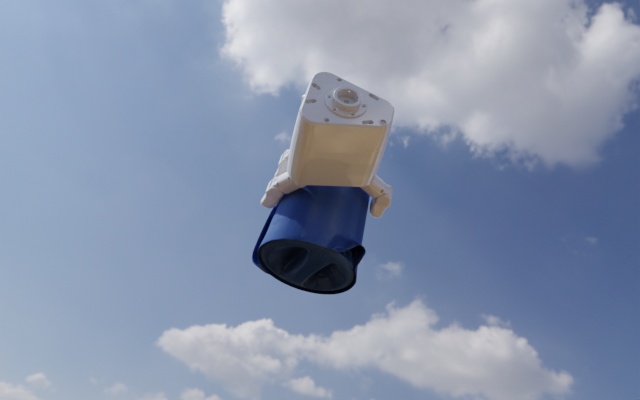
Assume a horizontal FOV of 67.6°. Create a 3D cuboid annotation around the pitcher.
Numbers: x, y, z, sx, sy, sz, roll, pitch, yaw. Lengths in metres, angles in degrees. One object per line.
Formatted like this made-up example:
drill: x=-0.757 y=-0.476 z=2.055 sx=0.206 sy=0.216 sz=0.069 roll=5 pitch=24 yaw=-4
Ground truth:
pitcher: x=0.000 y=0.002 z=0.688 sx=0.149 sy=0.242 sz=0.145 roll=16 pitch=-36 yaw=2
